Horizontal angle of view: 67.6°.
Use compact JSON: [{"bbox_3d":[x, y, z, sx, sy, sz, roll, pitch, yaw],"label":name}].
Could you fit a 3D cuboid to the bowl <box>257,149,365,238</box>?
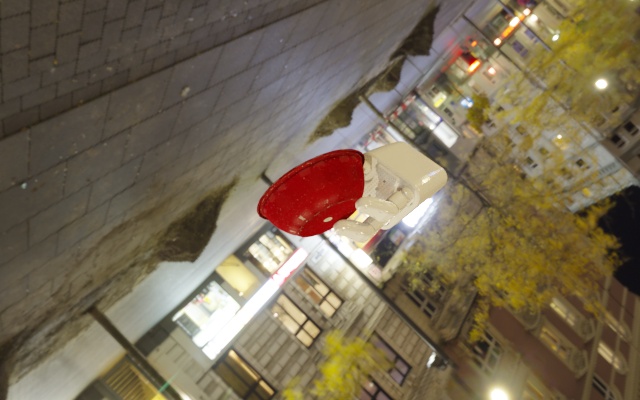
[{"bbox_3d":[-0.001,0.003,0.630,0.162,0.055,0.162,-25,-20,-10],"label":"bowl"}]
